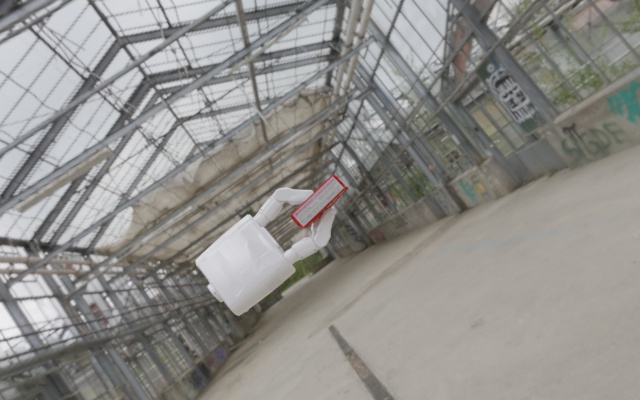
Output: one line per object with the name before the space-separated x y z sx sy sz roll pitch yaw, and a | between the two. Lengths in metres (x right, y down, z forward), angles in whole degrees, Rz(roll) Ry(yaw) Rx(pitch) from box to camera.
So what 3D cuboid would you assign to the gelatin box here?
gelatin box | 0.000 0.002 0.711 0.089 0.030 0.073 -45 -4 5
